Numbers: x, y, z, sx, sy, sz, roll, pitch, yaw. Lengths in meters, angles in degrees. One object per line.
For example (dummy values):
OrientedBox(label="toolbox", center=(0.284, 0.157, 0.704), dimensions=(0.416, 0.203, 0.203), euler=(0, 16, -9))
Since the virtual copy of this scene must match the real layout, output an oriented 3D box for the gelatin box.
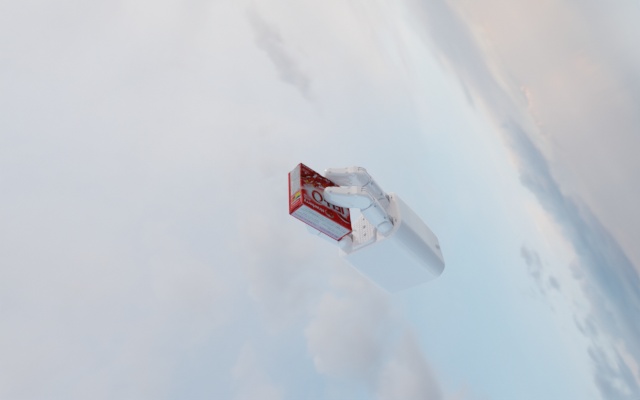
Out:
OrientedBox(label="gelatin box", center=(0.000, 0.002, 0.618), dimensions=(0.089, 0.073, 0.030), euler=(30, -53, -31))
